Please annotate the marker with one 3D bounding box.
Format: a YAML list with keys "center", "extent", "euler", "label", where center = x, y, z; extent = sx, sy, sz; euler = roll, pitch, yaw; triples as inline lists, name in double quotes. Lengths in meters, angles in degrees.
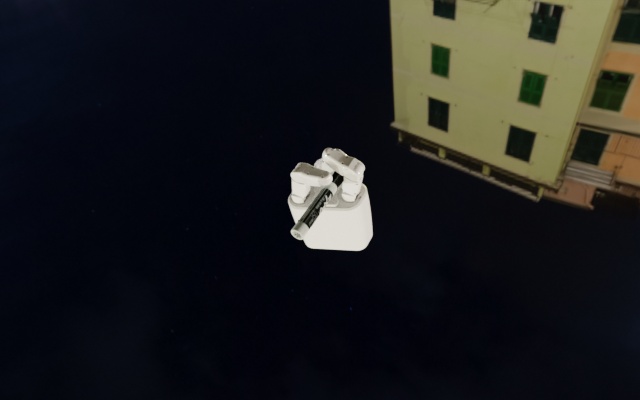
- center: [0.000, 0.002, 0.636]
  extent: [0.020, 0.020, 0.121]
  euler: [0, 44, 44]
  label: "marker"
